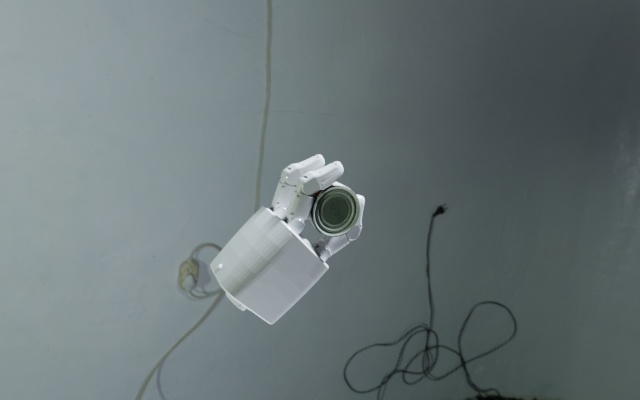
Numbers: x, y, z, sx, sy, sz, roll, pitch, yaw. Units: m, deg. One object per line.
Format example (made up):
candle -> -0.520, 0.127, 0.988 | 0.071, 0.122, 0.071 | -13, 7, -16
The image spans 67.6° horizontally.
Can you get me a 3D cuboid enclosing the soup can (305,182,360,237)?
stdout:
soup can -> 0.001, 0.002, 0.629 | 0.068, 0.068, 0.102 | 0, 14, -24
